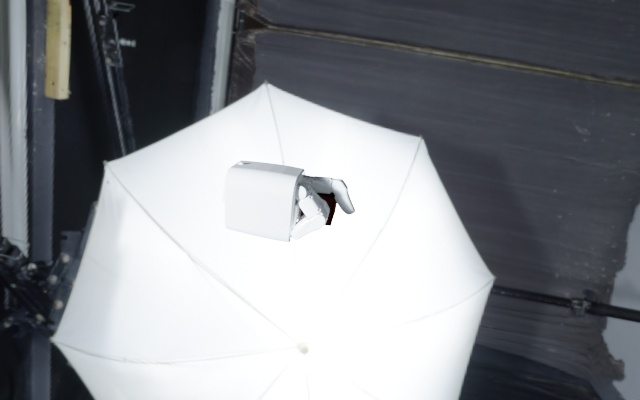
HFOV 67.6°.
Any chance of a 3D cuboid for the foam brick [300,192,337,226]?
[{"bbox_3d":[0.000,0.003,0.784,0.051,0.053,0.078,10,16,5],"label":"foam brick"}]
